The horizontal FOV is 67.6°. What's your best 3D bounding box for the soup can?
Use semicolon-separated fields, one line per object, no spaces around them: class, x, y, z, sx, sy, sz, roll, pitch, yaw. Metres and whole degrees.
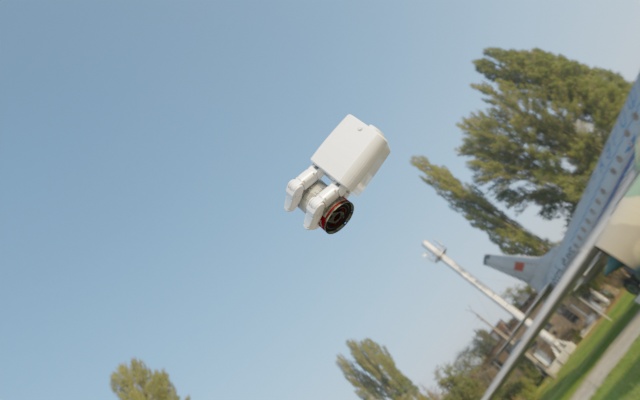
soup can;0.000;0.003;0.844;0.102;0.068;0.068;40;23;30
